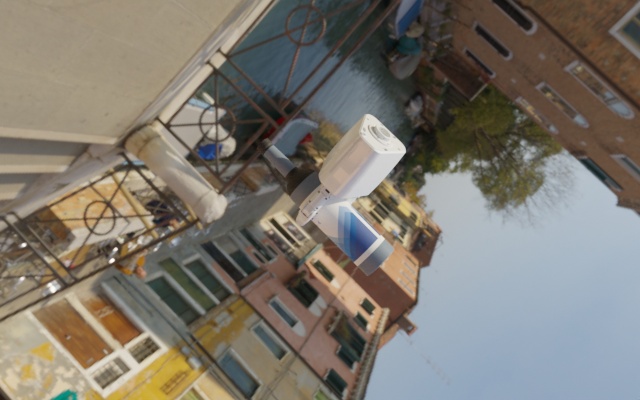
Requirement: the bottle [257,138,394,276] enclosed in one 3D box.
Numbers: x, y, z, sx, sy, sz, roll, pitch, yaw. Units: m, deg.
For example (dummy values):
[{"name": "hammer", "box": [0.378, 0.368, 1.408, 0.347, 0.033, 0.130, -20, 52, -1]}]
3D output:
[{"name": "bottle", "box": [0.000, 0.003, 0.833, 0.069, 0.295, 0.069, -45, -5, -5]}]
